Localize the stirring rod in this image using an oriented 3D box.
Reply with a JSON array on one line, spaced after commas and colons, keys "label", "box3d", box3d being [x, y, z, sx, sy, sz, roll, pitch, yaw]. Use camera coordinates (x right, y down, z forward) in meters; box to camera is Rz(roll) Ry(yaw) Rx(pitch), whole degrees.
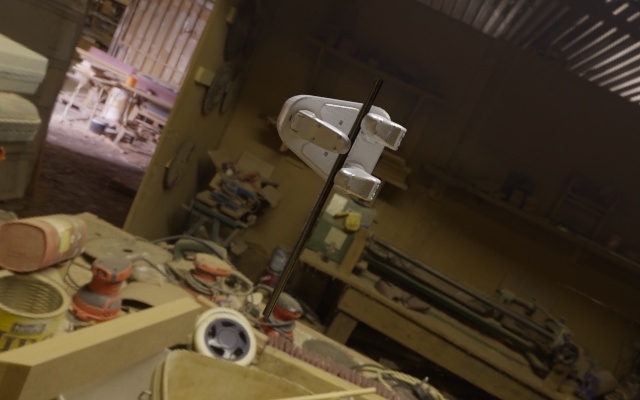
[{"label": "stirring rod", "box3d": [0.000, 0.001, 0.434, 0.011, 0.239, 0.011, 25, 9, -4]}]
